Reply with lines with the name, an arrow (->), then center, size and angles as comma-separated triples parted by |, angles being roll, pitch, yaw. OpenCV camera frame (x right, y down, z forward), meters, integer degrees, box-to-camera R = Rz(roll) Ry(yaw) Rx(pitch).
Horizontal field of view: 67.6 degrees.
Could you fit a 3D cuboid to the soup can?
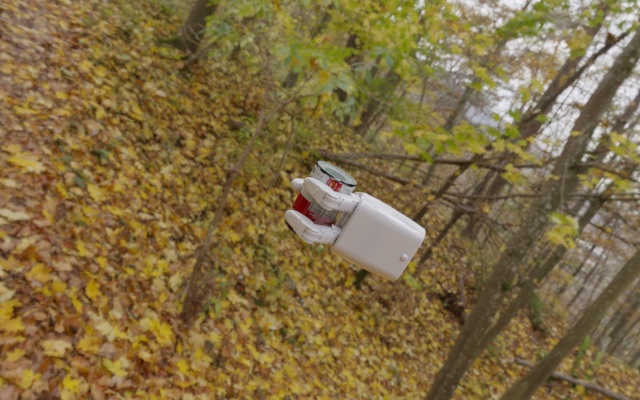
soup can -> 0.000, 0.002, 0.697 | 0.068, 0.102, 0.068 | 27, 17, -9
